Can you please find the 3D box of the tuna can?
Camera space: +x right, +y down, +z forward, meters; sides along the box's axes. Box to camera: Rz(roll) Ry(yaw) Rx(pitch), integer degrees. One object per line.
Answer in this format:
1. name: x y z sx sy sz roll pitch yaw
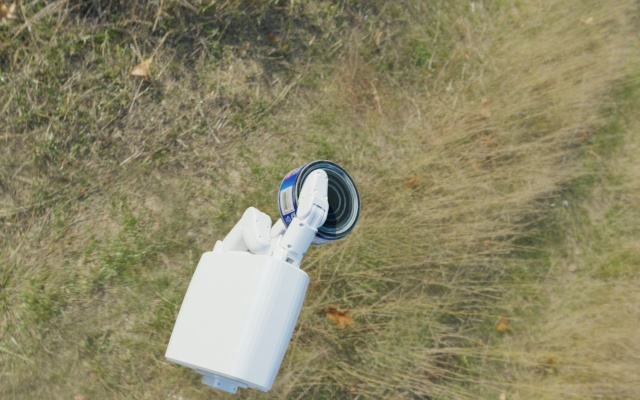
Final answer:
1. tuna can: 0.000 0.001 0.496 0.086 0.086 0.034 0 -14 -36
